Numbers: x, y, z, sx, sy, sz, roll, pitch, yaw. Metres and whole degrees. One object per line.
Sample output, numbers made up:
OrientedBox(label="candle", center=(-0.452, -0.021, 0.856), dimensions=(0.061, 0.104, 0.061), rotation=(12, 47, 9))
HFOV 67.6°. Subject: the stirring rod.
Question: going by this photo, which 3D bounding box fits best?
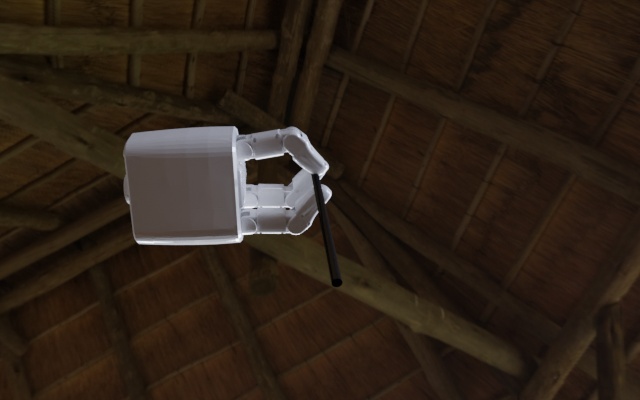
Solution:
OrientedBox(label="stirring rod", center=(0.000, 0.001, 0.449), dimensions=(0.011, 0.011, 0.239), rotation=(0, 29, -6))
